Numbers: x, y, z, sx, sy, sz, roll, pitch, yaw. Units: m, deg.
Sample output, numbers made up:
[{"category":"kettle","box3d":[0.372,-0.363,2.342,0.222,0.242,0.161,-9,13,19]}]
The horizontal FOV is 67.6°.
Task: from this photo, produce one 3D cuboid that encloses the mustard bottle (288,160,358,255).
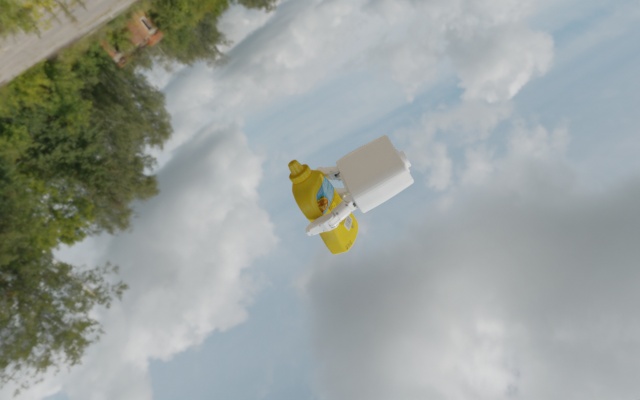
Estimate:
[{"category":"mustard bottle","box3d":[0.000,0.003,0.874,0.058,0.192,0.096,-17,33,31]}]
